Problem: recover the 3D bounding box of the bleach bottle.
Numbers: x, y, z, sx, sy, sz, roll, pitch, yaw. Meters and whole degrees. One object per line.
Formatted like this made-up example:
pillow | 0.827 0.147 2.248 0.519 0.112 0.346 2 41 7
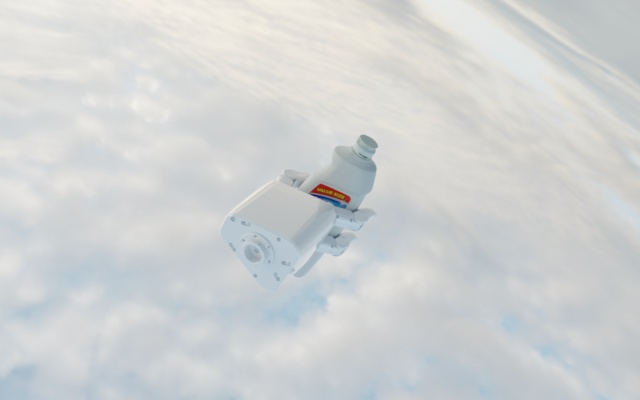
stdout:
bleach bottle | 0.000 0.002 0.707 0.102 0.251 0.068 37 34 5
